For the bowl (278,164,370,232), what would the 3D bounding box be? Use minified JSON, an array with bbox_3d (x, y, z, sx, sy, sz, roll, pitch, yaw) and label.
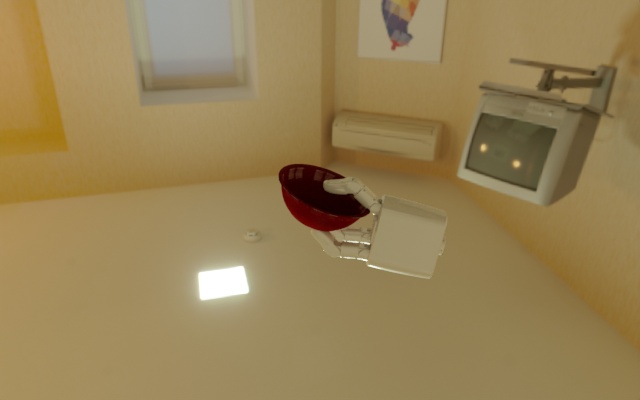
[{"bbox_3d":[-0.001,0.002,0.785,0.162,0.055,0.162,18,27,-9],"label":"bowl"}]
